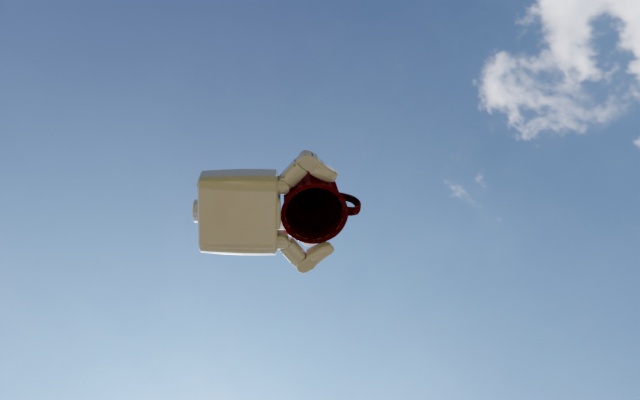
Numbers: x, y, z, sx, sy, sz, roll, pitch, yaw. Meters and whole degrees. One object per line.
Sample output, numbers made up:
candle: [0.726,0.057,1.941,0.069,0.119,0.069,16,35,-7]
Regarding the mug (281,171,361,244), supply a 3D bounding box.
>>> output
mug: [0.002,0.002,0.688,0.117,0.093,0.081,0,26,-6]
